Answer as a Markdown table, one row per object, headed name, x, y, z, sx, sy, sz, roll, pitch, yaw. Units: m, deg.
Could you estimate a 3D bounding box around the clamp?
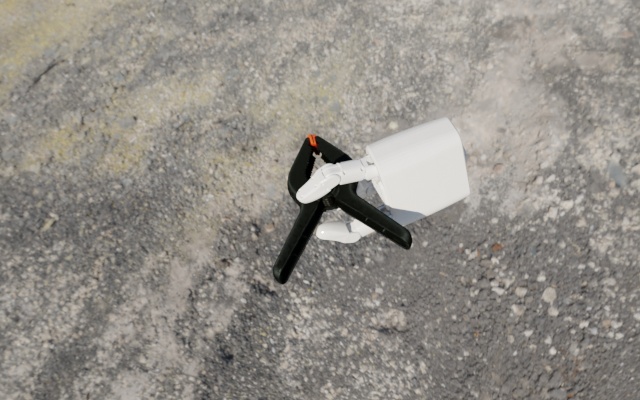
| name | x | y | z | sx | sy | sz | roll | pitch | yaw |
| --- | --- | --- | --- | --- | --- | --- | --- | --- | --- |
| clamp | 0.000 | 0.001 | 0.599 | 0.164 | 0.209 | 0.036 | -21 | -37 | -1 |
